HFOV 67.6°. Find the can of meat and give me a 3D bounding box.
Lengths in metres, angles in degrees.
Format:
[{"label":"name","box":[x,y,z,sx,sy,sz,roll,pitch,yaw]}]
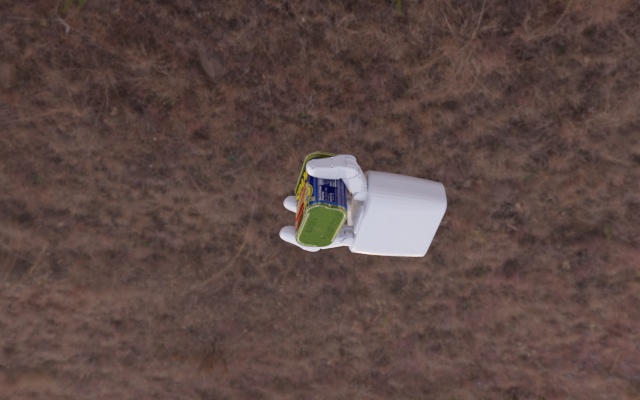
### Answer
[{"label":"can of meat","box":[0.000,0.002,0.620,0.057,0.084,0.102,8,-37,-12]}]
